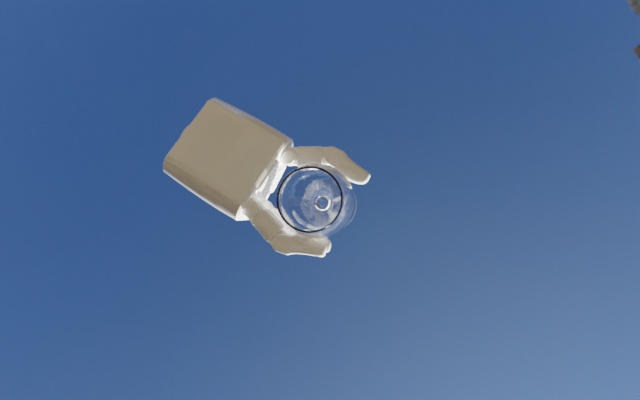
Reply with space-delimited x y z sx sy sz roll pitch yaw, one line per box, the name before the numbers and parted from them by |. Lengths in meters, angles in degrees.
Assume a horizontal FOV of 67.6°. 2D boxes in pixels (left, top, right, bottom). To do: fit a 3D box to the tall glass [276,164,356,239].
tall glass | 0.000 0.002 0.536 0.079 0.079 0.201 0 -1 6
